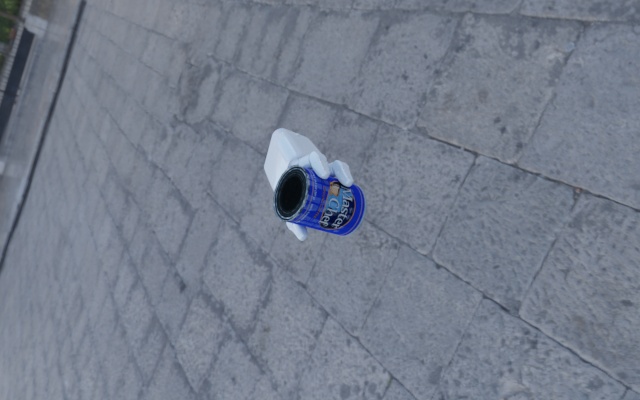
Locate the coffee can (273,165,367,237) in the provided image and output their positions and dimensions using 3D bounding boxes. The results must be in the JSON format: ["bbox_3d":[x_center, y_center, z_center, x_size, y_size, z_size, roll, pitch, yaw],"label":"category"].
[{"bbox_3d":[0.000,0.003,0.868,0.140,0.103,0.103,17,-10,-37],"label":"coffee can"}]
